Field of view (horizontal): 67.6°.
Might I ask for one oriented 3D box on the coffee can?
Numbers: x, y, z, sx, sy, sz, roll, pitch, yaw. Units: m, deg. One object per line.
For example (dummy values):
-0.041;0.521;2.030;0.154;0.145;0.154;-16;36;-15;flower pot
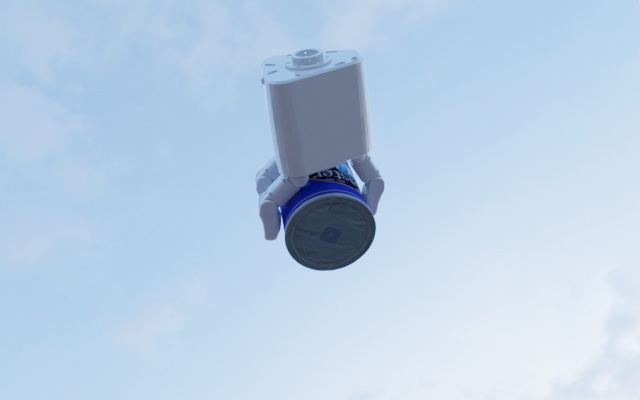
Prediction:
0.000;0.002;0.583;0.103;0.103;0.140;0;32;-12;coffee can
